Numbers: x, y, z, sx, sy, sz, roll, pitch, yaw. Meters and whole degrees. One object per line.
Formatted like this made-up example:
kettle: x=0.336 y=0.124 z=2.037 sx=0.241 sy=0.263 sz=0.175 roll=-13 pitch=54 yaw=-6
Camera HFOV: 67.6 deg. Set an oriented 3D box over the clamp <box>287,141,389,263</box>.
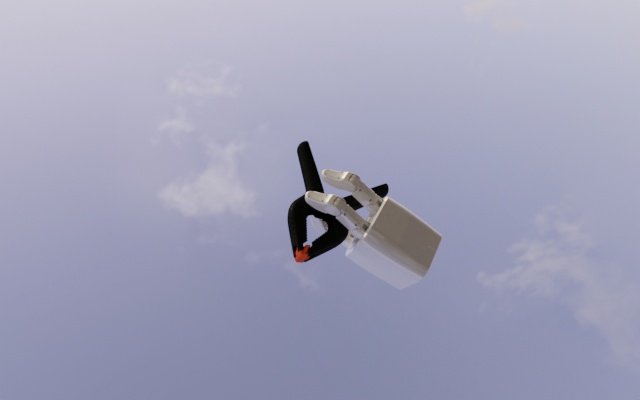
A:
clamp: x=0.000 y=0.003 z=0.727 sx=0.164 sy=0.210 sz=0.036 roll=33 pitch=-40 yaw=3
